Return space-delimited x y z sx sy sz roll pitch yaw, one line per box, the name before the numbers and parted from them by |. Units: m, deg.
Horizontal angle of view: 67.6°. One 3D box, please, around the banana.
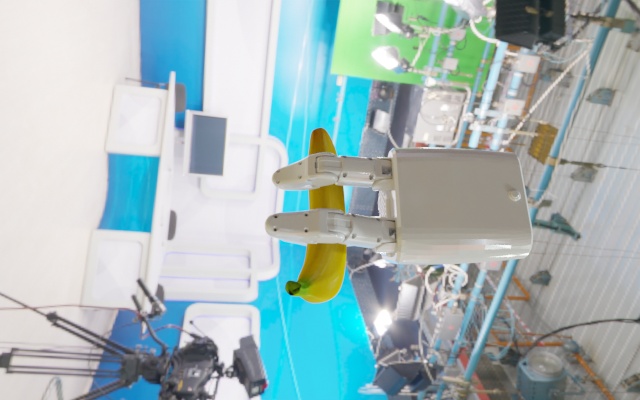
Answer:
banana | 0.003 0.017 0.427 0.037 0.070 0.197 -5 44 10
